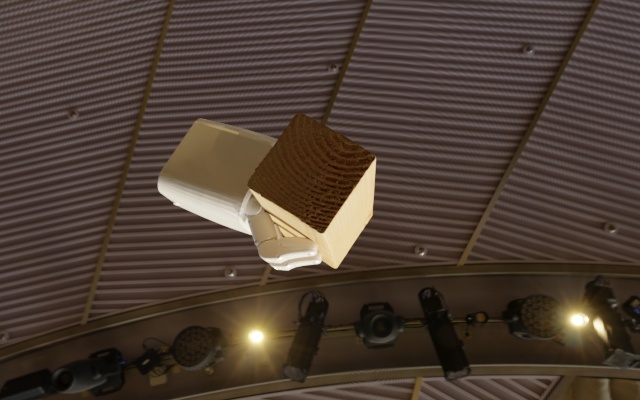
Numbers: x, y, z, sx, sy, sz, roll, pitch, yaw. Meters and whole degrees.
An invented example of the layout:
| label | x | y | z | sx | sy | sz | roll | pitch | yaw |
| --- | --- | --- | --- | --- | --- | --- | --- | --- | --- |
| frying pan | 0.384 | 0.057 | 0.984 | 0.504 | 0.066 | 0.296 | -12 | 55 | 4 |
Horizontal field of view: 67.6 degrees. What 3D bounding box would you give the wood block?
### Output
| label | x | y | z | sx | sy | sz | roll | pitch | yaw |
| --- | --- | --- | --- | --- | --- | --- | --- | --- | --- |
| wood block | 0.000 | 0.001 | 0.534 | 0.090 | 0.091 | 0.206 | 32 | -11 | 13 |
